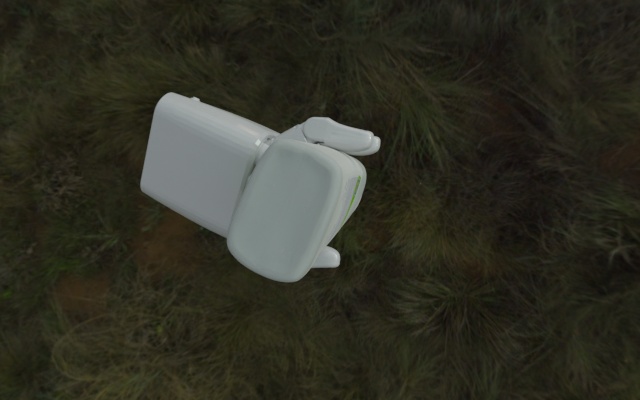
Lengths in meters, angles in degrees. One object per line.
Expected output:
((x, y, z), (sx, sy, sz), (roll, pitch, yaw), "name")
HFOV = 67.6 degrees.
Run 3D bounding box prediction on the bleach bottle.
((0.000, 0.001, 0.452), (0.068, 0.102, 0.251), (25, 7, 10), "bleach bottle")
